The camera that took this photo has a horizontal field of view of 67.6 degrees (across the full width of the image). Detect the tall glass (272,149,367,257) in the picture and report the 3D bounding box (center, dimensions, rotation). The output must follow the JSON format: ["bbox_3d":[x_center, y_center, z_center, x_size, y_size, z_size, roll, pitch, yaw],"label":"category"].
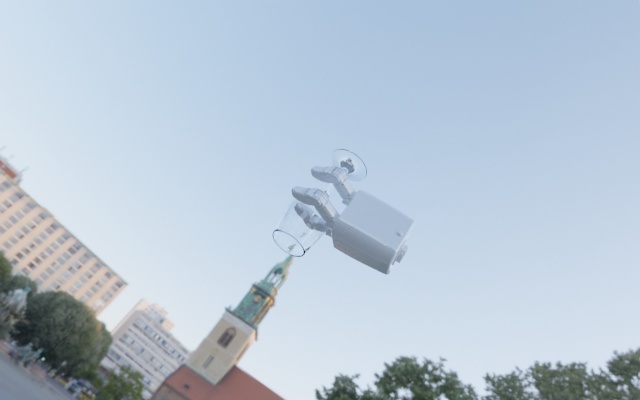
[{"bbox_3d":[0.000,0.002,0.811,0.079,0.079,0.201,0,42,45],"label":"tall glass"}]
